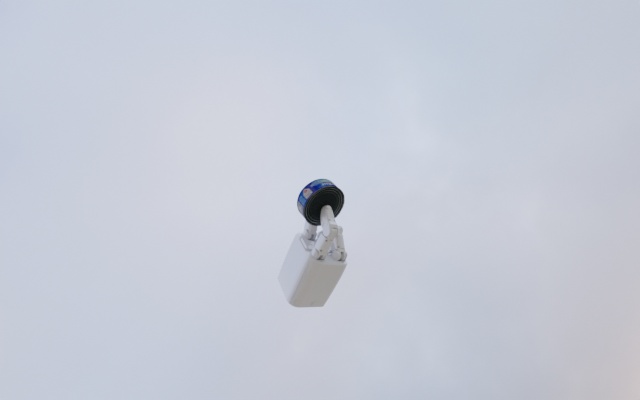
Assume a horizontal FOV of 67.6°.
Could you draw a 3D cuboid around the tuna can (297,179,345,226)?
[{"bbox_3d":[0.000,0.003,0.885,0.086,0.086,0.033,0,31,-35],"label":"tuna can"}]
